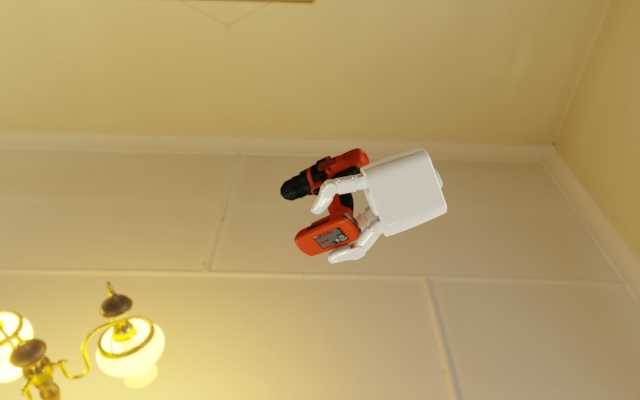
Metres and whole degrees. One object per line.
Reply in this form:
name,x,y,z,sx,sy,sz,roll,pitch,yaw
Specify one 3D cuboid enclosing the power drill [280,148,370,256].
power drill,0.000,0.003,0.832,0.184,0.187,0.057,-24,-49,25
